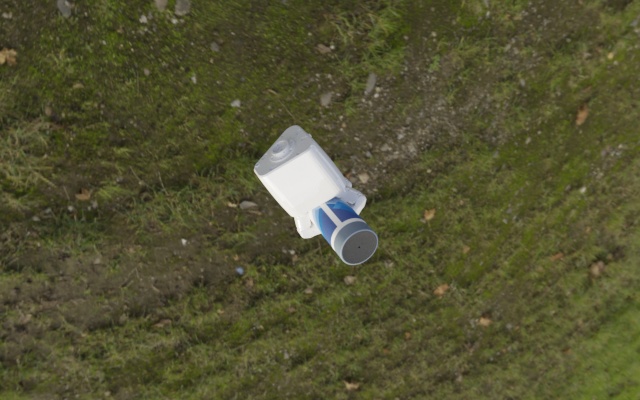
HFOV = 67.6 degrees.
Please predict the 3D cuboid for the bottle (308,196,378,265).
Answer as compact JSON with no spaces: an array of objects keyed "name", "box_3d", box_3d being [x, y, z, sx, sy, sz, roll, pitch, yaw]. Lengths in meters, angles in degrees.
[{"name":"bottle","box_3d":[0.000,0.003,0.852,0.069,0.069,0.295,0,28,-28]}]
